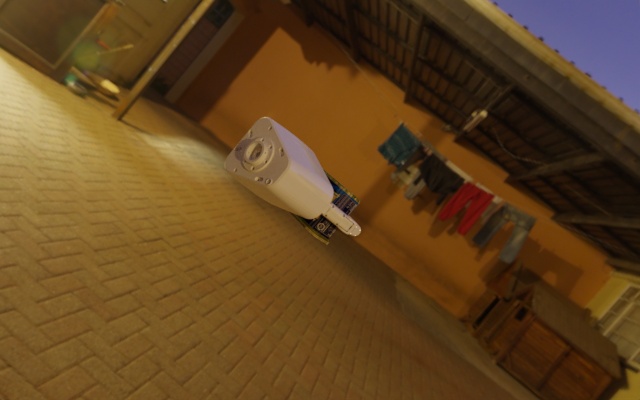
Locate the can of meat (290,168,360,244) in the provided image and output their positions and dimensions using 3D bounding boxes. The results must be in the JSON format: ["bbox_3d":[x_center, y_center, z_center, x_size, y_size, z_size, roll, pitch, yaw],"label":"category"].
[{"bbox_3d":[0.000,0.002,0.734,0.102,0.084,0.057,43,4,41],"label":"can of meat"}]
